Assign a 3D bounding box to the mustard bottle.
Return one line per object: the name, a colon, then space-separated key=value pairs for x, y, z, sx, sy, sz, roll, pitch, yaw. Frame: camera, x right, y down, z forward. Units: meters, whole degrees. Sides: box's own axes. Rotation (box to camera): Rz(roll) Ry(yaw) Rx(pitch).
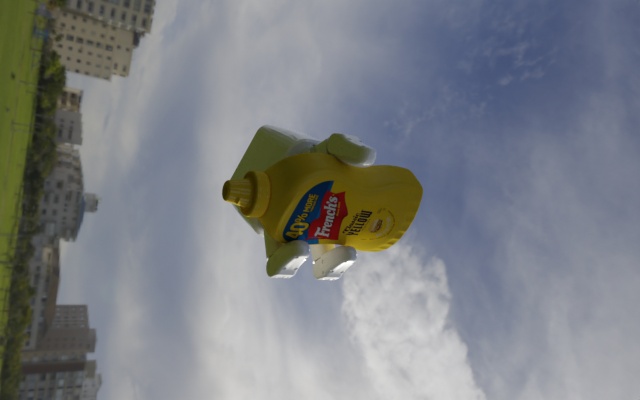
mustard bottle: x=0.000 y=0.002 z=0.455 sx=0.191 sy=0.096 sz=0.058 roll=8 pitch=39 yaw=-31
